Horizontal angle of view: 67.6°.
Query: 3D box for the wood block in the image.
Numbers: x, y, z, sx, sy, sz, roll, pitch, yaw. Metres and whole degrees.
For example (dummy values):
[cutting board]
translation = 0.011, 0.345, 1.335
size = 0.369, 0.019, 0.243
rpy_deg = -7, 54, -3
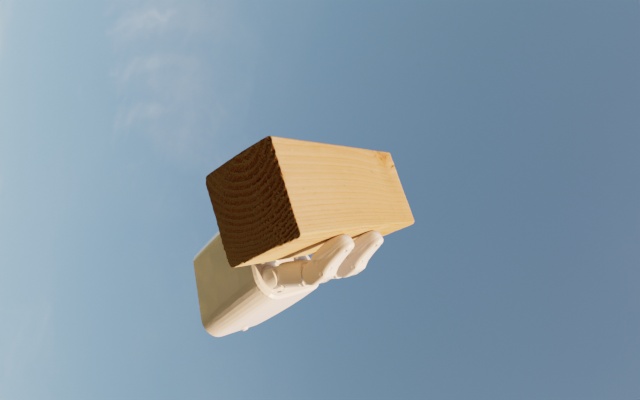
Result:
[wood block]
translation = 0.000, 0.001, 0.486
size = 0.090, 0.091, 0.206
rpy_deg = -27, -14, 33
